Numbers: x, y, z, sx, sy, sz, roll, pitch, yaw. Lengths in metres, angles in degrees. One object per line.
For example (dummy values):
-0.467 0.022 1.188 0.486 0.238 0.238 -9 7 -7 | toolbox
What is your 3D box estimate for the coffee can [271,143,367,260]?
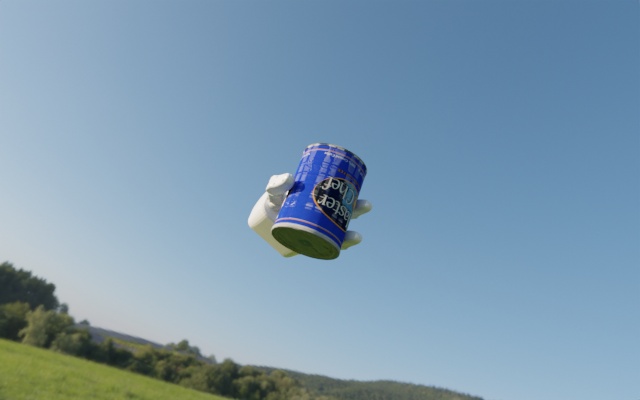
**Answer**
0.000 0.002 0.701 0.103 0.140 0.103 17 -24 8 | coffee can
